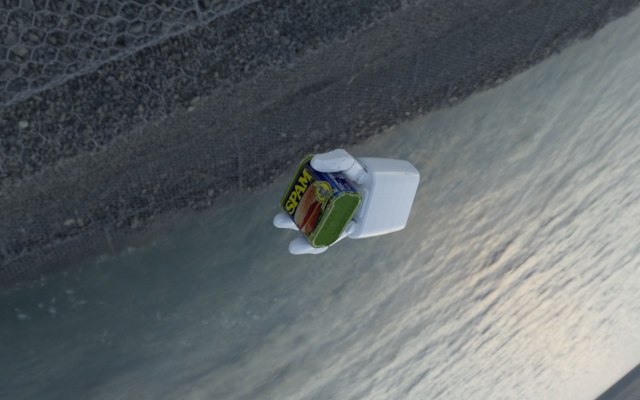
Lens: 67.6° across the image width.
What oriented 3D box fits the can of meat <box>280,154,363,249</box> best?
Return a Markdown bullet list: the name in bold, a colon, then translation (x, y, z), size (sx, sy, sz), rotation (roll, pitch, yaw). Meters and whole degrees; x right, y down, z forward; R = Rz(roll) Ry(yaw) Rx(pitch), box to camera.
- **can of meat**: translation (0.000, 0.002, 0.649), size (0.057, 0.102, 0.084), rotation (0, 40, -43)
